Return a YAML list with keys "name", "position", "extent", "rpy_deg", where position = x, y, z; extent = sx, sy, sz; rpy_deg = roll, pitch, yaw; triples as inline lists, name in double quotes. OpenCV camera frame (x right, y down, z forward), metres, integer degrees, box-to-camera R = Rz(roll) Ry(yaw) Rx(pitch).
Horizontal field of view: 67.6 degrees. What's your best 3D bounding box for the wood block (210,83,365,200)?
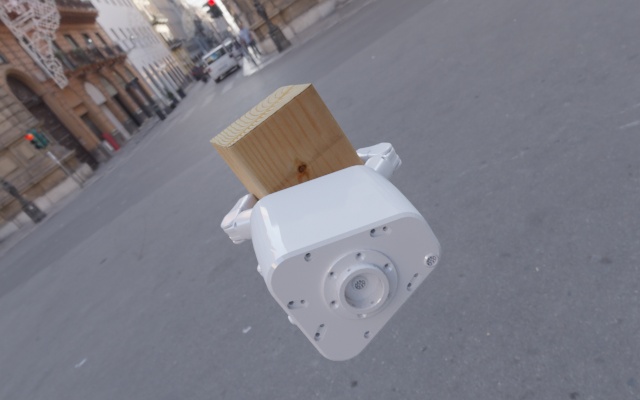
- name: "wood block"
  position: [0.000, 0.001, 0.458]
  extent: [0.091, 0.206, 0.090]
  rpy_deg: [-40, 22, -11]
